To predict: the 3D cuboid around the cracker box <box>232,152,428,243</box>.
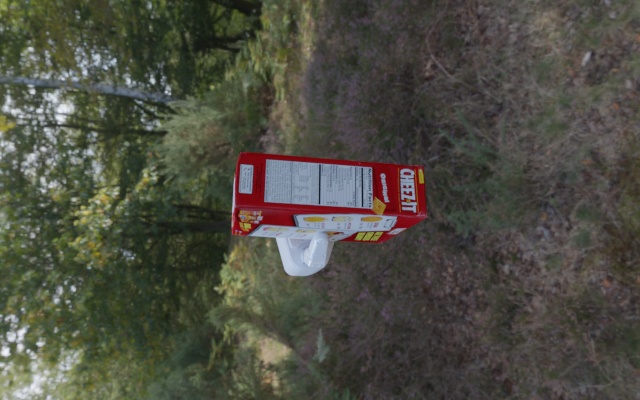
[{"bbox_3d":[0.000,0.002,0.591,0.214,0.072,0.164,3,-15,-10],"label":"cracker box"}]
